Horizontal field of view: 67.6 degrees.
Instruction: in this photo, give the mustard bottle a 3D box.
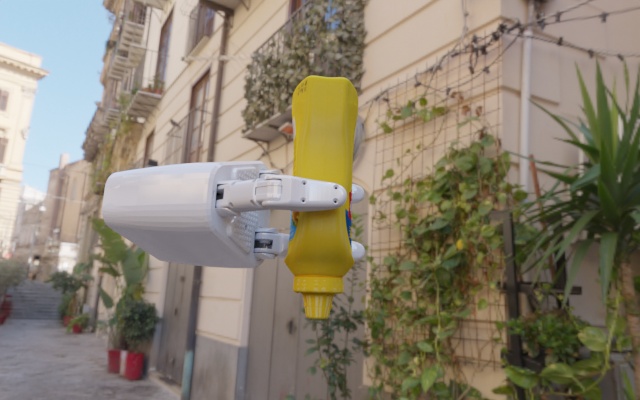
[{"bbox_3d":[0.000,0.001,0.403,0.058,0.191,0.096,3,-11,-4],"label":"mustard bottle"}]
